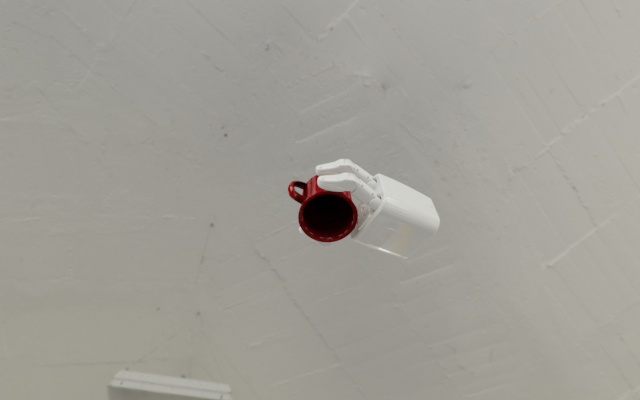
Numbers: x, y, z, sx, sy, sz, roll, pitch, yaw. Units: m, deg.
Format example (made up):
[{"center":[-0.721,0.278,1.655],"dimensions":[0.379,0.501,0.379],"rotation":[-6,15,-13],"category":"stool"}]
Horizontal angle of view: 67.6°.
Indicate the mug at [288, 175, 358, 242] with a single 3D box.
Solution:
[{"center":[-0.001,0.002,0.771],"dimensions":[0.117,0.093,0.081],"rotation":[24,26,-14],"category":"mug"}]
